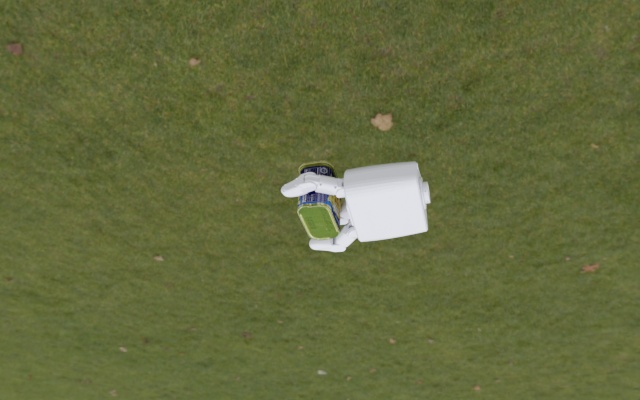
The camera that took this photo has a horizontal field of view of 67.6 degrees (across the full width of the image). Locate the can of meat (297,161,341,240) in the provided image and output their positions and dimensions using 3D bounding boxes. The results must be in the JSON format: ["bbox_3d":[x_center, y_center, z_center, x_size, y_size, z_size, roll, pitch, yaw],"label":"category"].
[{"bbox_3d":[0.000,0.003,0.754,0.057,0.084,0.102,-7,-37,13],"label":"can of meat"}]
